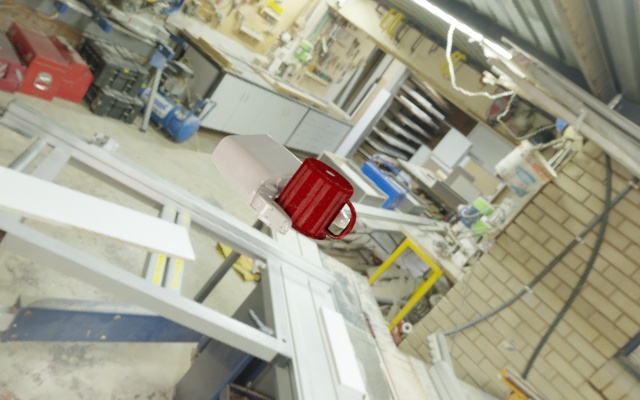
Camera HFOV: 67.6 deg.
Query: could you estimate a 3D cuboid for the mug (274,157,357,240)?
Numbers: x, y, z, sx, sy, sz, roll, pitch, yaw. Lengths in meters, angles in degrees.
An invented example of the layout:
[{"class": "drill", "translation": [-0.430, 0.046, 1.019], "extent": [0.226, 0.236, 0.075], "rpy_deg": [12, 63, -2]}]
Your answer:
[{"class": "mug", "translation": [0.001, 0.003, 0.652], "extent": [0.117, 0.081, 0.093], "rpy_deg": [42, 16, 23]}]
